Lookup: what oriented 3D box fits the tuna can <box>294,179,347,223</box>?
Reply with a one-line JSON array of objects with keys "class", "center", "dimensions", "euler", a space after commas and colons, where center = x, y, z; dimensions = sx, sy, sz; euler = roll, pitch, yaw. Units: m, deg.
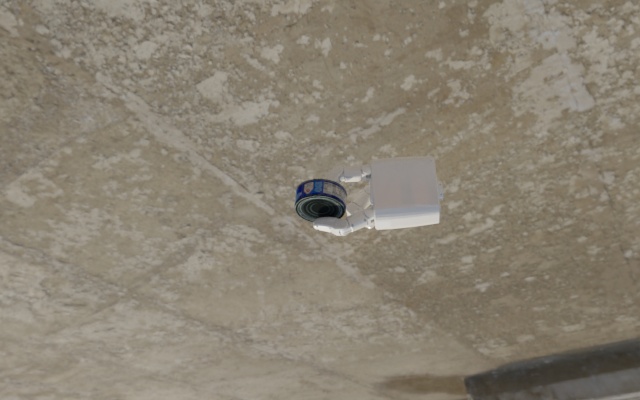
[{"class": "tuna can", "center": [0.000, 0.003, 0.785], "dimensions": [0.086, 0.033, 0.086], "euler": [3, -34, 2]}]
